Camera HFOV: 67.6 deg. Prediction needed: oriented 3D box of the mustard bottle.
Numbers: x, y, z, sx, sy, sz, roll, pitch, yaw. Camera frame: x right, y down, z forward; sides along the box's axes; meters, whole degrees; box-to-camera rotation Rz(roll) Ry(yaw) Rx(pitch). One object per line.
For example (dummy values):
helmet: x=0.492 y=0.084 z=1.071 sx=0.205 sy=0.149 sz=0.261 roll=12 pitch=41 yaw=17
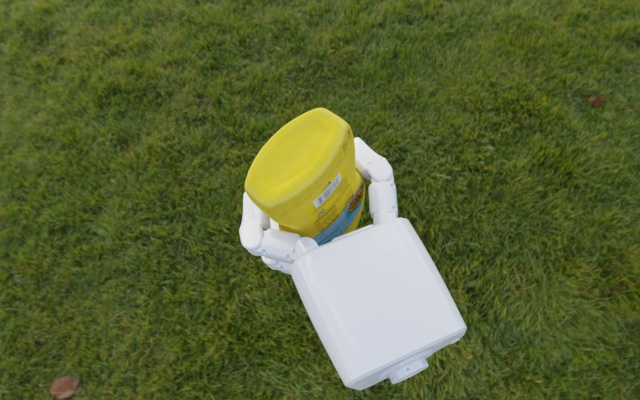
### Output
mustard bottle: x=0.000 y=0.001 z=0.451 sx=0.058 sy=0.096 sz=0.192 roll=36 pitch=-11 yaw=24
